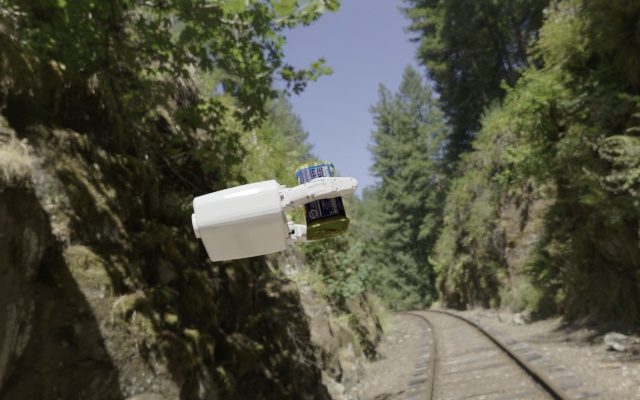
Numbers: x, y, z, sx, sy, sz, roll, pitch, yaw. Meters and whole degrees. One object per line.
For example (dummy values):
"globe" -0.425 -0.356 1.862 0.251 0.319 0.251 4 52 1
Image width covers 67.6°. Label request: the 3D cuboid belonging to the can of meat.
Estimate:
"can of meat" 0.000 0.002 0.648 0.057 0.084 0.102 -12 -14 -4
